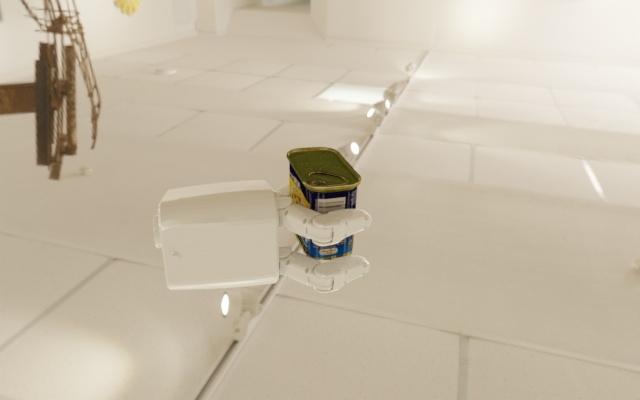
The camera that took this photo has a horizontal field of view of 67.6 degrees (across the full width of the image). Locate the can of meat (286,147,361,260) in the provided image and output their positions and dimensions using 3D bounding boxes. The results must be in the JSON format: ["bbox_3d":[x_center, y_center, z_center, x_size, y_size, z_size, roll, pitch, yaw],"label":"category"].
[{"bbox_3d":[0.000,0.002,0.493,0.057,0.084,0.102,-6,28,-16],"label":"can of meat"}]
